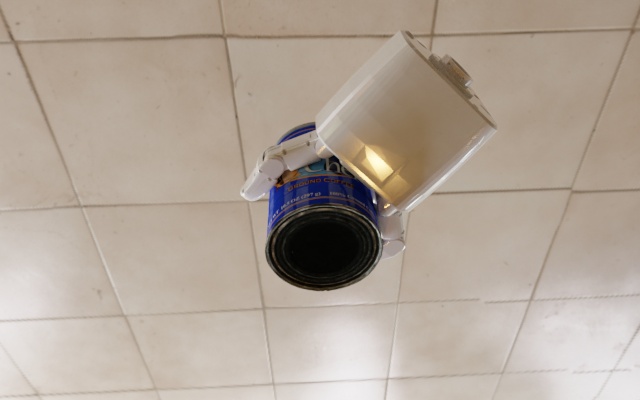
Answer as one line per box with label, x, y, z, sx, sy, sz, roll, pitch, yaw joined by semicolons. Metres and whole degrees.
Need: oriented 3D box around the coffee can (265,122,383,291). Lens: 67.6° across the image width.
coffee can;0.000;0.002;0.466;0.103;0.103;0.140;0;38;-3
